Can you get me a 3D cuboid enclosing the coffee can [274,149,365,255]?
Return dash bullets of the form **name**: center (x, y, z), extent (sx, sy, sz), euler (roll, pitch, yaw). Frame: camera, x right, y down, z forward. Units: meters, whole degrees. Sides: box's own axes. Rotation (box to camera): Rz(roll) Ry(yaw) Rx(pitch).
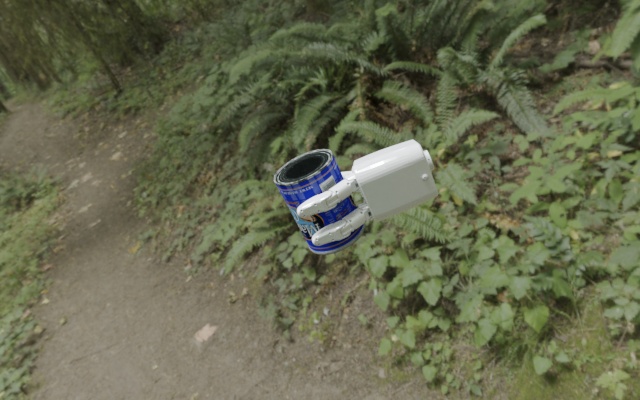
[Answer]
- **coffee can**: center (0.000, 0.003, 0.777), extent (0.103, 0.140, 0.102), euler (-21, 26, 11)
